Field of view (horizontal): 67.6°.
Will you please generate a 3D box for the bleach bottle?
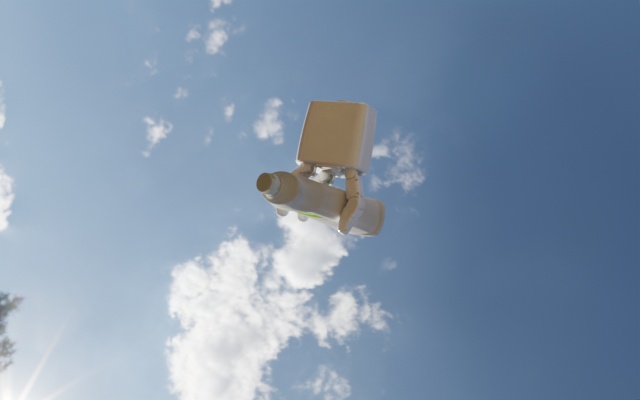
[{"bbox_3d":[0.000,0.003,0.754,0.102,0.068,0.251,5,-10,37],"label":"bleach bottle"}]
